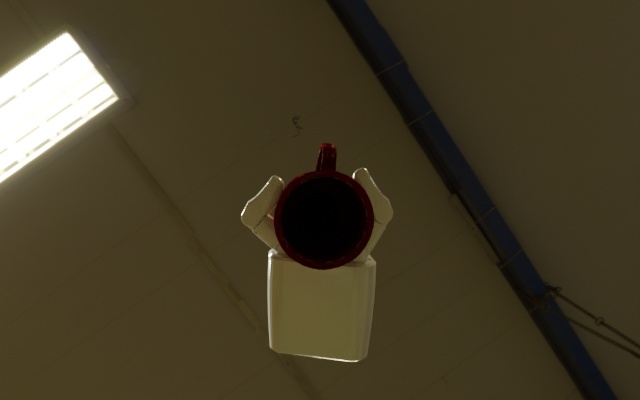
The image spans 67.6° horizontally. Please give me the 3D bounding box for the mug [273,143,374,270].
[{"bbox_3d":[0.000,0.000,0.474,0.093,0.117,0.081,3,7,-7],"label":"mug"}]
